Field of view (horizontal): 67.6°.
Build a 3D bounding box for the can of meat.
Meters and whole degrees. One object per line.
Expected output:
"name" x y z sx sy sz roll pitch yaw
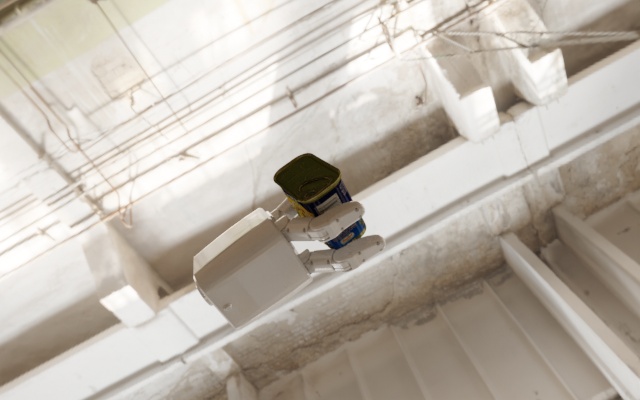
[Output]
"can of meat" 0.000 0.002 0.559 0.057 0.084 0.102 -37 32 -11
